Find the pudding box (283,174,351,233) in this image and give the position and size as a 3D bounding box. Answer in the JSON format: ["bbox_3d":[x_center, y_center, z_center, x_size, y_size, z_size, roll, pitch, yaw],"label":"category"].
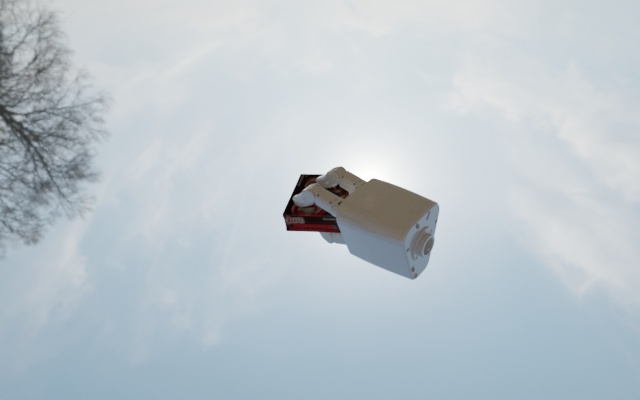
[{"bbox_3d":[0.000,0.003,0.742,0.090,0.039,0.113,2,35,14],"label":"pudding box"}]
